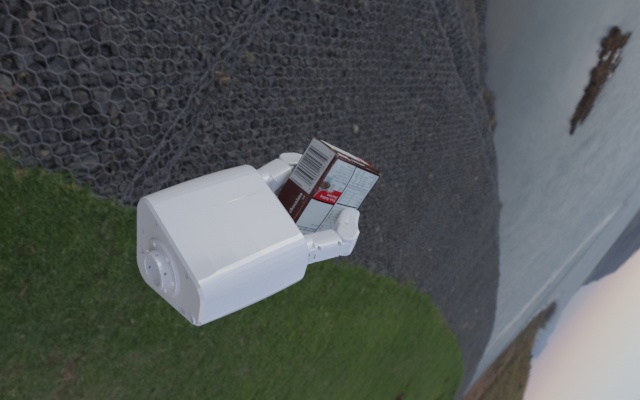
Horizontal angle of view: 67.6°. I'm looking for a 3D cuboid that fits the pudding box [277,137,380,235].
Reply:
[{"bbox_3d":[0.000,0.002,0.485,0.039,0.113,0.090,42,15,32],"label":"pudding box"}]
